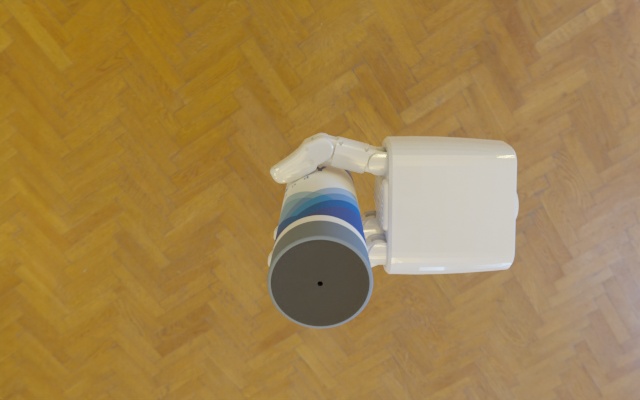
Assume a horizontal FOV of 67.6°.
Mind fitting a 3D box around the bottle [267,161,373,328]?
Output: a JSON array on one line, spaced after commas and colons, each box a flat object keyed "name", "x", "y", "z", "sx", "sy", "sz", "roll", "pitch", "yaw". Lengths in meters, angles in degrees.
[{"name": "bottle", "x": 0.000, "y": 0.001, "z": 0.435, "sx": 0.069, "sy": 0.069, "sz": 0.295, "roll": 0, "pitch": 20, "yaw": 0}]
